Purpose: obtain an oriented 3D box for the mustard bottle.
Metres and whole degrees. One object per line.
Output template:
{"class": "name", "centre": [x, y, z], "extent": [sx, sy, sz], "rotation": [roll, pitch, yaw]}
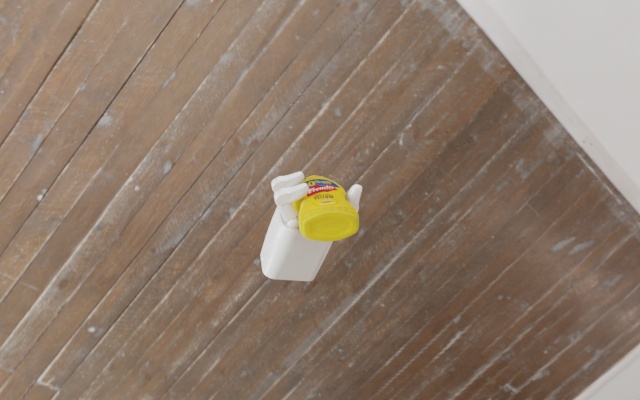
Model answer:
{"class": "mustard bottle", "centre": [0.000, 0.003, 0.842], "extent": [0.096, 0.058, 0.191], "rotation": [-6, 26, -8]}
